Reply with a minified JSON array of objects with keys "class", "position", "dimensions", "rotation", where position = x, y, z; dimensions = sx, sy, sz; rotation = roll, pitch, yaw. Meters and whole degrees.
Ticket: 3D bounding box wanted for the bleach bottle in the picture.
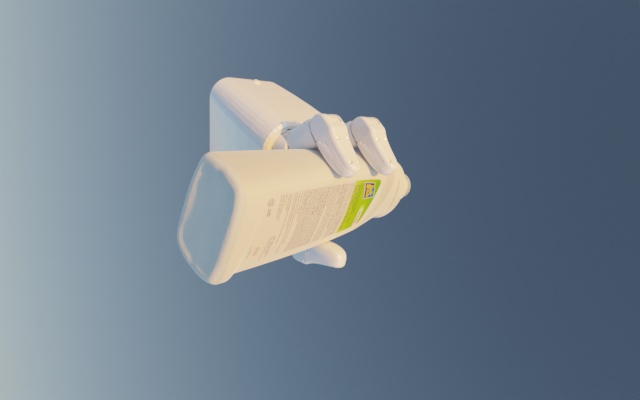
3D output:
[{"class":"bleach bottle","position":[0.000,0.001,0.445],"dimensions":[0.251,0.103,0.068],"rotation":[-8,41,-47]}]
